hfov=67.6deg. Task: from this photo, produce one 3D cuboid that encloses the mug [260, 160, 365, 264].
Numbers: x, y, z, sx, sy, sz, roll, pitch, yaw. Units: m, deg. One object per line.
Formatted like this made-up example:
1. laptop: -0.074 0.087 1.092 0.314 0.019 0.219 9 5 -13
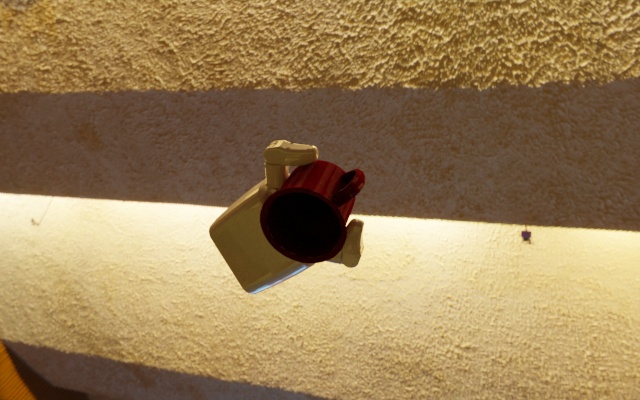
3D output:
1. mug: 0.001 0.001 0.514 0.117 0.093 0.081 -35 15 31
